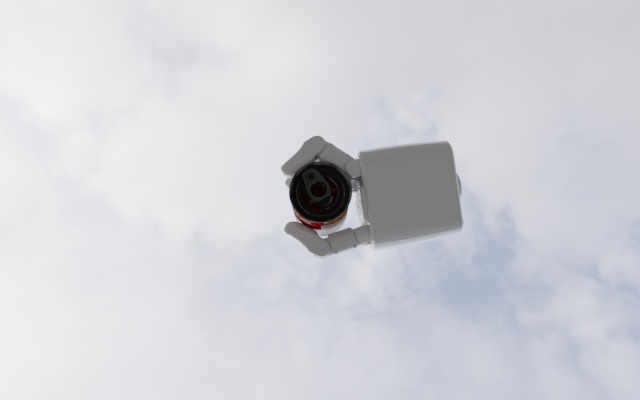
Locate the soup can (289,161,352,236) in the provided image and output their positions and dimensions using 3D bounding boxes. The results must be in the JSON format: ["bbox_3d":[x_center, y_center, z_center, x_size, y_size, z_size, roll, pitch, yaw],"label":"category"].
[{"bbox_3d":[0.000,0.002,0.558,0.068,0.068,0.102,0,-13,0],"label":"soup can"}]
